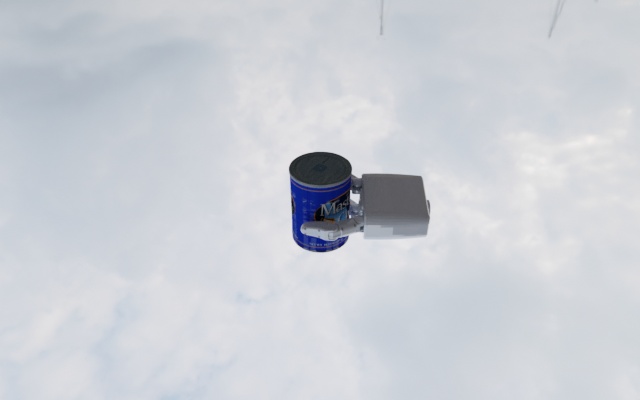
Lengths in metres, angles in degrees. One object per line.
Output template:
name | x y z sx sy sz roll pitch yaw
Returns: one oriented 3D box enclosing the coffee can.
coffee can | 0.000 0.003 0.810 0.103 0.140 0.102 0 36 0
